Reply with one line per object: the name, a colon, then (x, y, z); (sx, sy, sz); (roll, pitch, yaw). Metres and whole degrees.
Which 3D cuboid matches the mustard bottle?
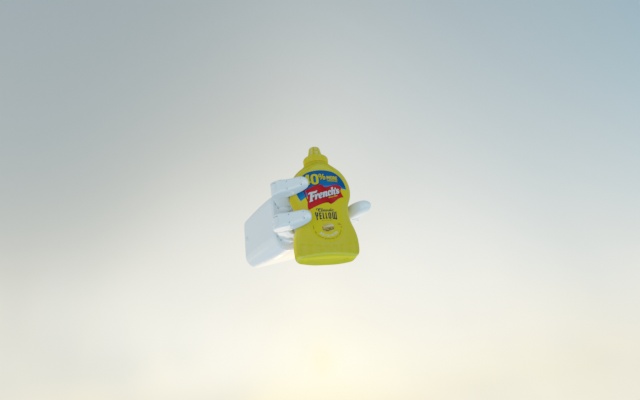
mustard bottle: (0.000, 0.003, 0.740); (0.096, 0.191, 0.058); (-2, -26, -12)
